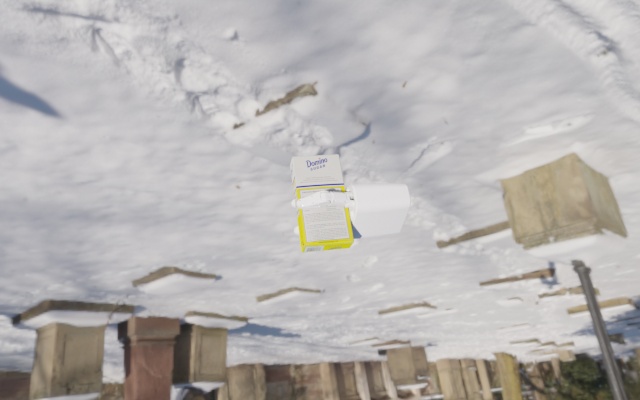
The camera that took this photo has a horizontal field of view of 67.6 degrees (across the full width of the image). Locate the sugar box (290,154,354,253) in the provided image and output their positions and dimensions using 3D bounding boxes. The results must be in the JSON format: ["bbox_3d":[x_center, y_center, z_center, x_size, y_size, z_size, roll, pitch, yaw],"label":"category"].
[{"bbox_3d":[0.000,0.003,0.880,0.093,0.176,0.048,-3,-24,-11],"label":"sugar box"}]
